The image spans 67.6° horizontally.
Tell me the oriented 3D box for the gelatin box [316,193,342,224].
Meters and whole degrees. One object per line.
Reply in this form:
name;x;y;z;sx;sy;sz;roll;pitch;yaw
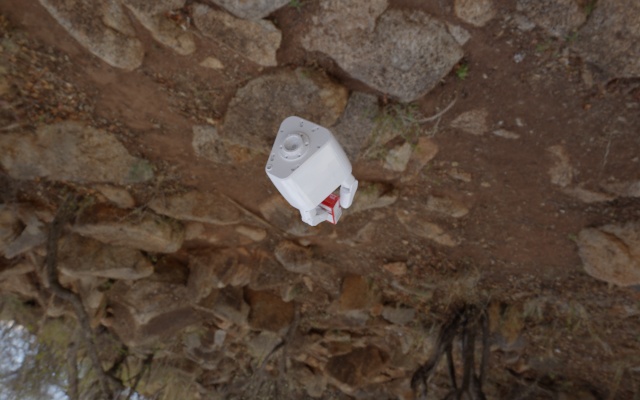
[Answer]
gelatin box;0.000;0.003;0.876;0.073;0.030;0.089;27;-17;15
